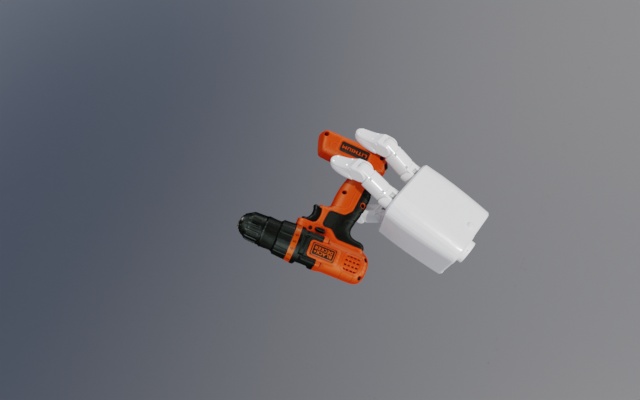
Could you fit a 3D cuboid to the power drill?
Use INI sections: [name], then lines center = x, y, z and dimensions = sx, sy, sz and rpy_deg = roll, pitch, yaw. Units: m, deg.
[power drill]
center = 0.001, 0.002, 0.662
dimensions = 0.184, 0.187, 0.057
rpy_deg = 23, -12, -5
